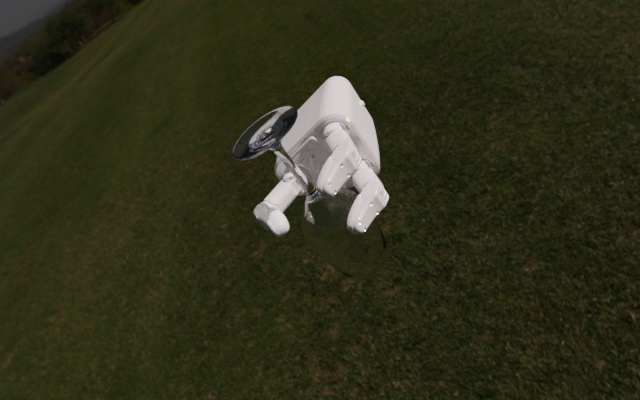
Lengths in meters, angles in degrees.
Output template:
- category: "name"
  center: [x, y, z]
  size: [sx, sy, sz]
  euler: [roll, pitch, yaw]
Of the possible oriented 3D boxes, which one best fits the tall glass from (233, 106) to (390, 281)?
- category: "tall glass"
  center: [0.000, 0.001, 0.500]
  size: [0.079, 0.079, 0.201]
  euler: [0, -42, 46]
